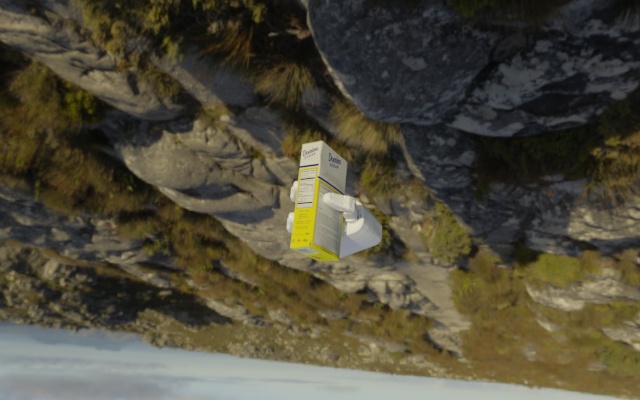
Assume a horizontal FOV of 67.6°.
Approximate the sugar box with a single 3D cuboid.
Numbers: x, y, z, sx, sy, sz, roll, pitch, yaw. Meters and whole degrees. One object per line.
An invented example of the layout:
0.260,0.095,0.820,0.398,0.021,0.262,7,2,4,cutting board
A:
0.000,0.003,0.776,0.048,0.176,0.093,-8,-23,29,sugar box
